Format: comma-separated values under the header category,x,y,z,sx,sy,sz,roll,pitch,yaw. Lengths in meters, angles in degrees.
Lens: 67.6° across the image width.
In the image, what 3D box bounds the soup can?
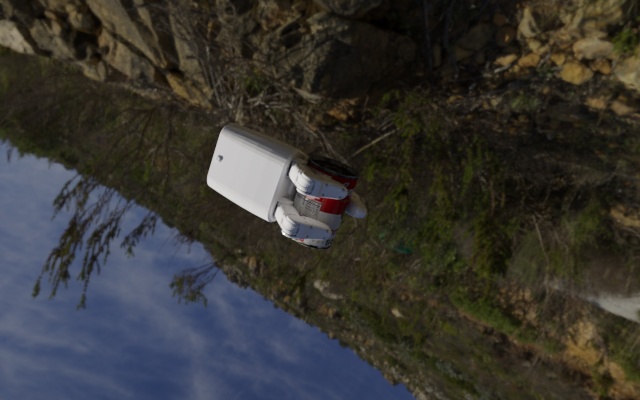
category,x,y,z,sx,sy,sz,roll,pitch,yaw
soup can,0.000,0.002,0.606,0.068,0.102,0.068,19,16,-6
